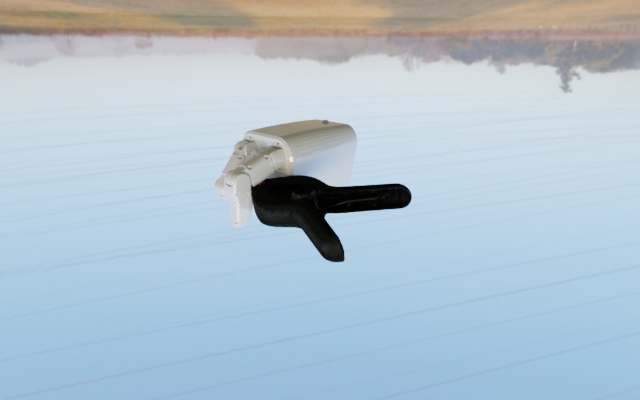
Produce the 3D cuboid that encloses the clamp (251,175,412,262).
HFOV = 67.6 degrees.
[{"bbox_3d":[0.000,0.002,0.471,0.120,0.039,0.171,-23,31,-36],"label":"clamp"}]
